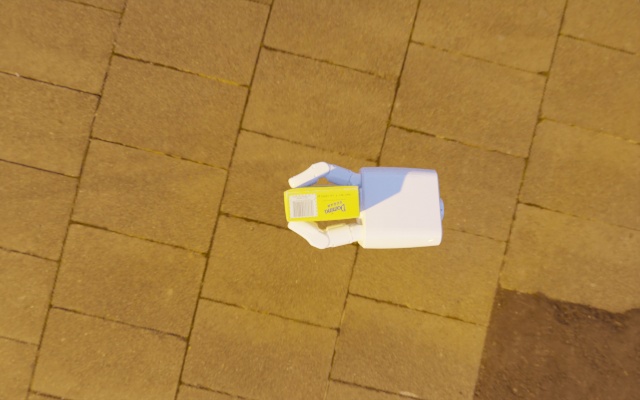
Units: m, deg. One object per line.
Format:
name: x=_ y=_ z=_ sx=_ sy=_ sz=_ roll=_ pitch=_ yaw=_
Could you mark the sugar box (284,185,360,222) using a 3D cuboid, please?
sugar box: x=0.000 y=0.003 z=0.672 sx=0.093 sy=0.048 sz=0.176 roll=-3 pitch=-1 yaw=-1
